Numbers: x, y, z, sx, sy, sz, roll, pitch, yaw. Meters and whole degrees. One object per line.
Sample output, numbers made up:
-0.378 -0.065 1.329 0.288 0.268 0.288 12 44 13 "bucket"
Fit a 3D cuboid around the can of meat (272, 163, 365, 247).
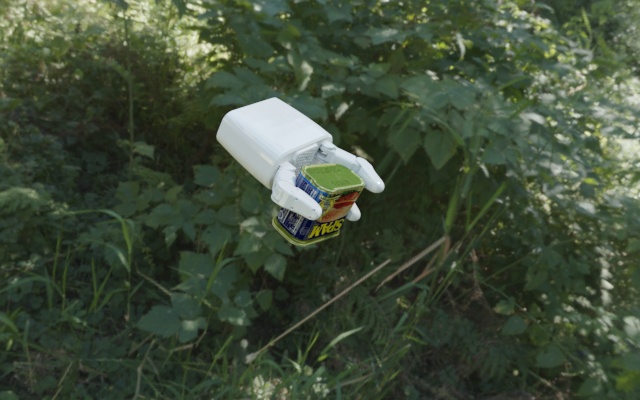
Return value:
0.000 0.002 0.598 0.057 0.084 0.102 41 28 24 "can of meat"
